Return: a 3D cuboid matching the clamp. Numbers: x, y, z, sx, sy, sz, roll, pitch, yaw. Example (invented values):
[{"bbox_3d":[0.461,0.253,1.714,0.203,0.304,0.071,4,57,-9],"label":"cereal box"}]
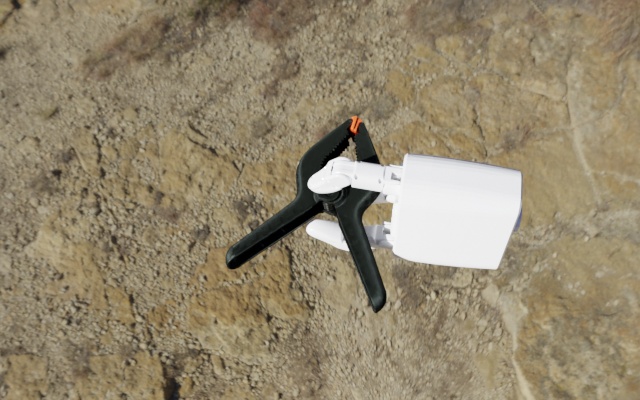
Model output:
[{"bbox_3d":[0.000,0.001,0.501,0.164,0.210,0.036,9,-25,9],"label":"clamp"}]
